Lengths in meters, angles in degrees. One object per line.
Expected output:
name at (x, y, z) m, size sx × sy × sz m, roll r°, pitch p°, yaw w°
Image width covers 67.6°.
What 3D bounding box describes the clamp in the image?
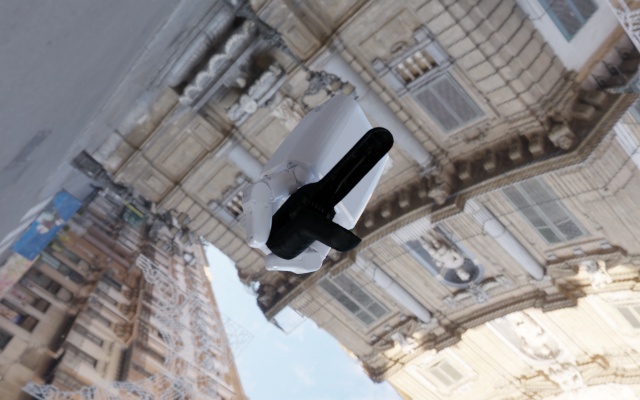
clamp at (0.000, 0.002, 0.430) m, size 0.039 × 0.120 × 0.171 m, roll 43°, pitch -30°, yaw -18°
